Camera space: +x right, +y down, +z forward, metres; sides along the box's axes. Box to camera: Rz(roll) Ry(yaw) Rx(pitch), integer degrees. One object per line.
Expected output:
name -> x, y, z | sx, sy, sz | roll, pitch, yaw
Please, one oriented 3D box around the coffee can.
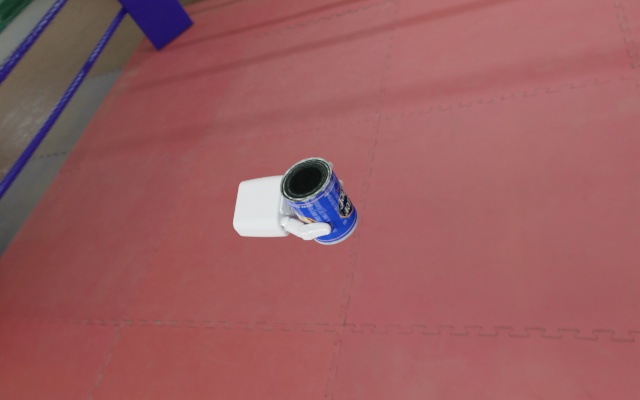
coffee can -> 0.000, 0.003, 0.898 | 0.103, 0.102, 0.140 | 0, -37, 29
